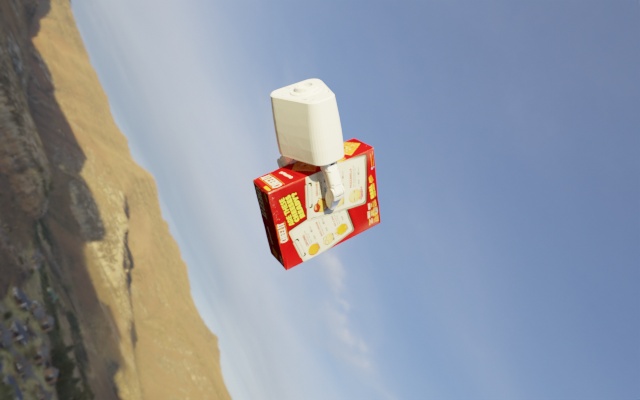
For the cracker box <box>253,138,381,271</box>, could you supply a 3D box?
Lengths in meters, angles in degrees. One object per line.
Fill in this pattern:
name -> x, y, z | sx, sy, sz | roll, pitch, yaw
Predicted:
cracker box -> 0.000, 0.003, 0.857 | 0.213, 0.164, 0.072 | -24, 34, -23
